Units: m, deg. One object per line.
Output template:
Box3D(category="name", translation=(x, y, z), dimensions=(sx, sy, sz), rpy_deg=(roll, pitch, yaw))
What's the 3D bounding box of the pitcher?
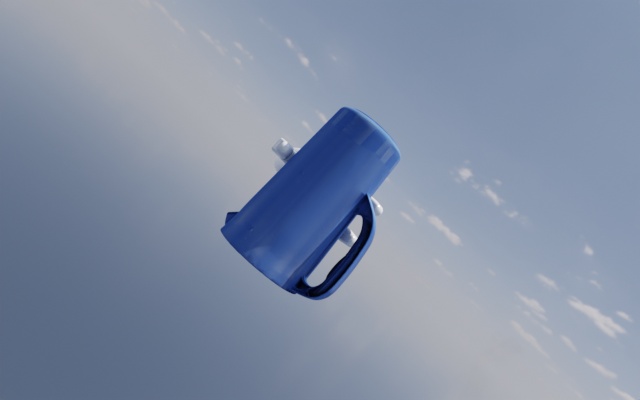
Box3D(category="pitcher", translation=(0.000, 0.002, 0.639), dimensions=(0.149, 0.243, 0.145), rpy_deg=(42, -2, -18))
